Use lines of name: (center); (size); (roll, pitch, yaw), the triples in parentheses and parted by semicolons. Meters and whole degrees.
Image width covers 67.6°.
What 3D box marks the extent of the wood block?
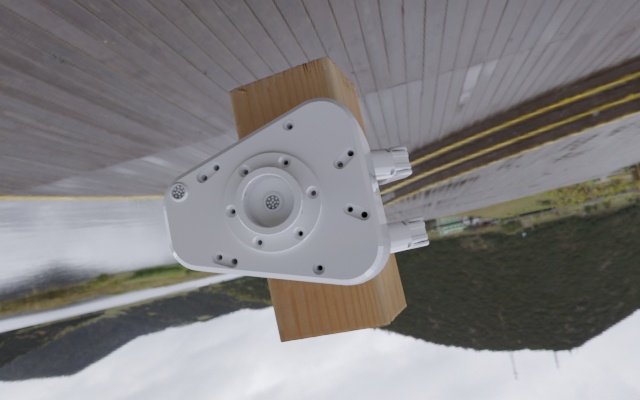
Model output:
wood block: (0.000, 0.002, 0.406); (0.091, 0.206, 0.090); (-14, -7, 18)
